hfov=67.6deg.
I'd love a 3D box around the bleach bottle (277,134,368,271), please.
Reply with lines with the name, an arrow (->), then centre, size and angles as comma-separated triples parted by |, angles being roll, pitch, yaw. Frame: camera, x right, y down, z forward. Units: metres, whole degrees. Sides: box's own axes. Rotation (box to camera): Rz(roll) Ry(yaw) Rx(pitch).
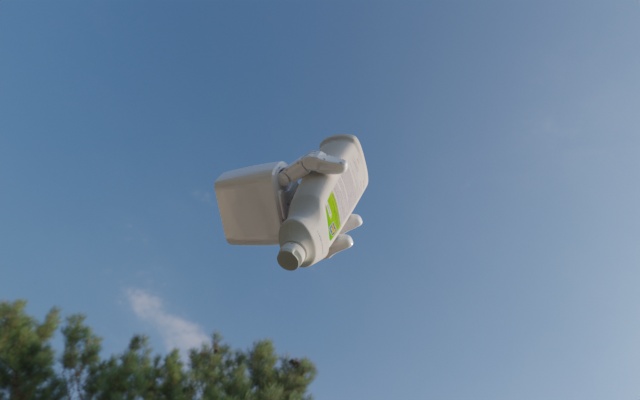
bleach bottle -> 0.000, 0.002, 0.657 | 0.068, 0.103, 0.250 | -6, 27, 25
